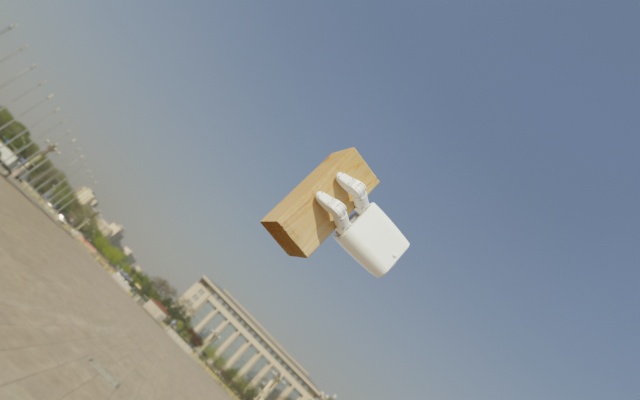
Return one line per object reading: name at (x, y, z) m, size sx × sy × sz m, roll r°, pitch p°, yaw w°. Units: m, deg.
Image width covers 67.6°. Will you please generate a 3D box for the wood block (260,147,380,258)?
wood block at (0.000, 0.003, 0.895) m, size 0.206 × 0.090 × 0.091 m, roll -45°, pitch 16°, yaw -22°
